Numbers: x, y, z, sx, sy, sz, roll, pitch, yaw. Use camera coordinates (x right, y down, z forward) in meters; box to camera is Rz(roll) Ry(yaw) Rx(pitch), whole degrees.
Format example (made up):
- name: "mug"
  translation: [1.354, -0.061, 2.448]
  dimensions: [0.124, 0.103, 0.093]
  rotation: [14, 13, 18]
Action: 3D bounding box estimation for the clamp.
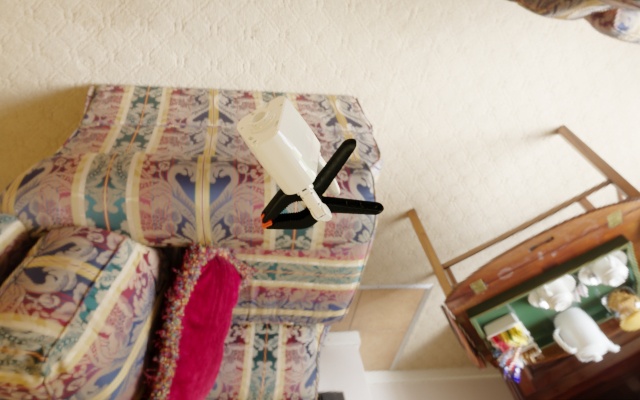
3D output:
- name: "clamp"
  translation: [0.000, 0.003, 0.812]
  dimensions: [0.210, 0.165, 0.036]
  rotation: [-28, 37, 11]
